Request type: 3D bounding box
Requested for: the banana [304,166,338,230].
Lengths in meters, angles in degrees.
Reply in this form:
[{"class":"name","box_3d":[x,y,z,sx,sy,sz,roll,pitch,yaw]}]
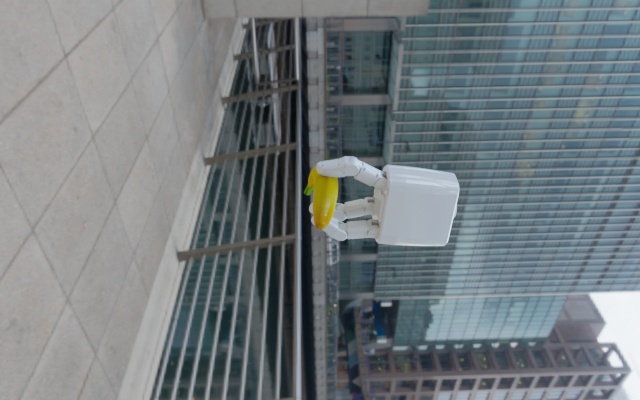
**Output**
[{"class":"banana","box_3d":[0.004,-0.016,0.713,0.037,0.070,0.197,11,13,-7]}]
